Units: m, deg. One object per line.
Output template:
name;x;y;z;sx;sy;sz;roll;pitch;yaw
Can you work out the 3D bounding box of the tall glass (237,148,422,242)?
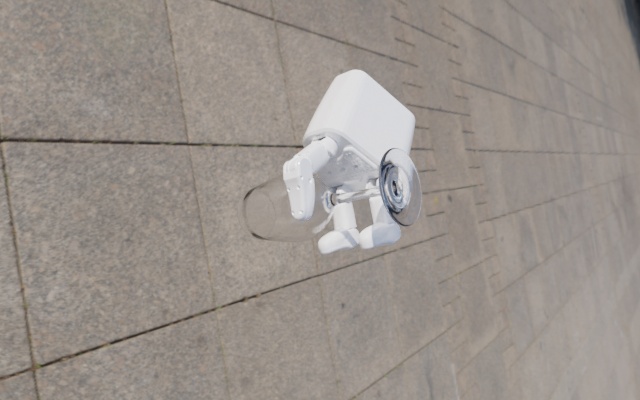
tall glass;0.001;0.002;0.505;0.201;0.079;0.079;-11;-7;39
